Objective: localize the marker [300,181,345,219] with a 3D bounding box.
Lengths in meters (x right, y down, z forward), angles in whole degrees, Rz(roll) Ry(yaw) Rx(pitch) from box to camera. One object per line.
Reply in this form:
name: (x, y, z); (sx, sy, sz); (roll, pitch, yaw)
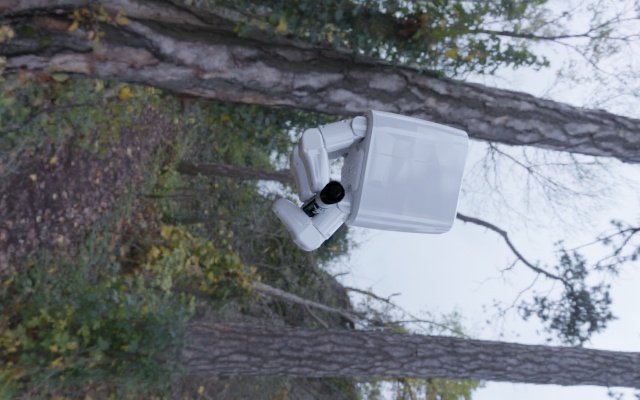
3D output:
marker: (0.000, 0.001, 0.450); (0.020, 0.020, 0.121); (0, -9, -13)
